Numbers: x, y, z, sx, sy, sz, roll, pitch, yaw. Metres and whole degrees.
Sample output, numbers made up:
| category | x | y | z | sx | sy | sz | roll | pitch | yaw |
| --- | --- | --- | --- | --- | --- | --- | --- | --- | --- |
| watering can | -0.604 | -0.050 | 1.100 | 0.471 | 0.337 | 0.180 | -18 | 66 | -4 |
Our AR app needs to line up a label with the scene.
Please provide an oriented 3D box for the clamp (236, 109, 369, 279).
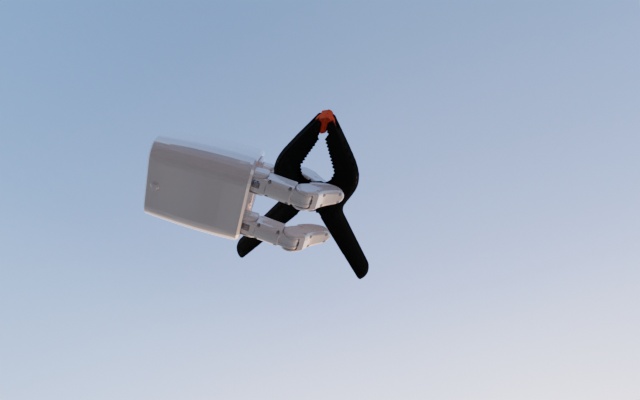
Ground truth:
| category | x | y | z | sx | sy | sz | roll | pitch | yaw |
| --- | --- | --- | --- | --- | --- | --- | --- | --- | --- |
| clamp | 0.000 | 0.001 | 0.550 | 0.164 | 0.210 | 0.036 | 16 | 30 | -4 |
